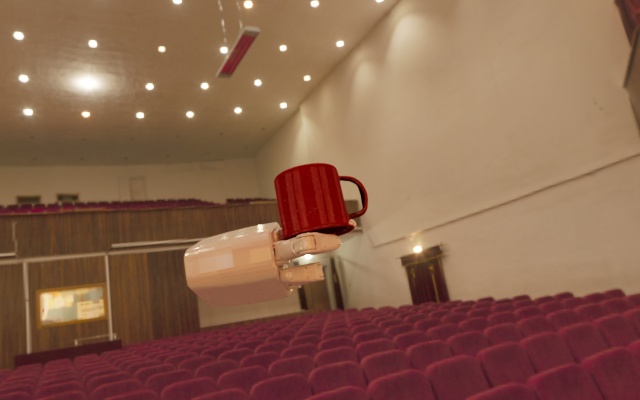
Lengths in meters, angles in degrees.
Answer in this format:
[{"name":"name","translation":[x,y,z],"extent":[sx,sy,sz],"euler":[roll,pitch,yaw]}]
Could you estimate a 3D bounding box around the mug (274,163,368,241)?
[{"name":"mug","translation":[0.001,0.001,0.589],"extent":[0.117,0.081,0.093],"euler":[-11,-13,1]}]
